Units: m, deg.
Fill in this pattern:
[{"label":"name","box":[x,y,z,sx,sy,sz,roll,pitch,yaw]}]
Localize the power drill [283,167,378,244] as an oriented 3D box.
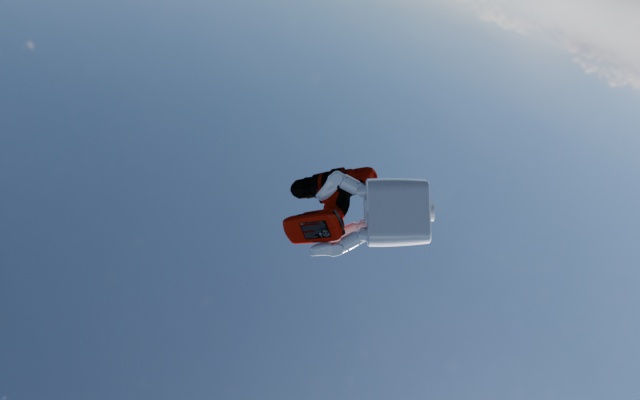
[{"label":"power drill","box":[0.000,0.003,0.883,0.184,0.057,0.187,-9,29,28]}]
